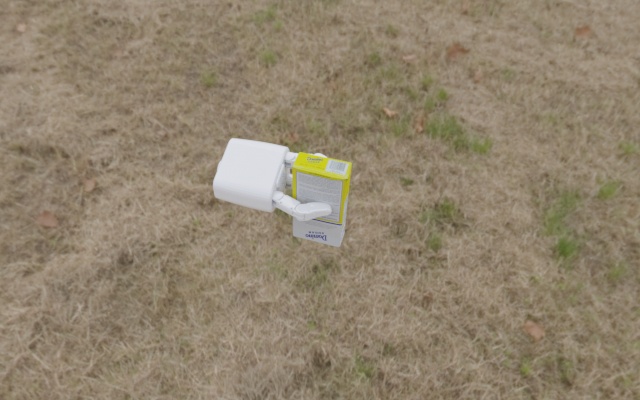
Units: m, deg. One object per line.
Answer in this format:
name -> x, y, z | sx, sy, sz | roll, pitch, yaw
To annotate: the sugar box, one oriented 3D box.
sugar box -> 0.000, 0.002, 0.832 | 0.093, 0.048, 0.176 | 14, -41, 9
